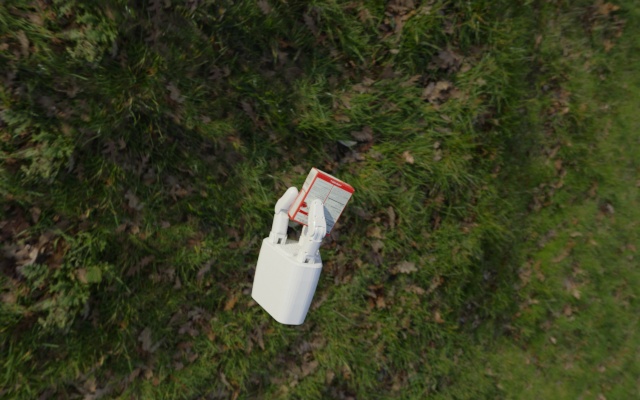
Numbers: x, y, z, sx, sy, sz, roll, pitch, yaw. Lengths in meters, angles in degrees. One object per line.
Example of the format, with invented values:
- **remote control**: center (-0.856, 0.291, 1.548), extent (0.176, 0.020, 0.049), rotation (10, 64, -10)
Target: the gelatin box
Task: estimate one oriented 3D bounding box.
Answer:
- **gelatin box**: center (0.000, 0.002, 0.761), extent (0.073, 0.089, 0.030), rotation (24, 11, -26)
